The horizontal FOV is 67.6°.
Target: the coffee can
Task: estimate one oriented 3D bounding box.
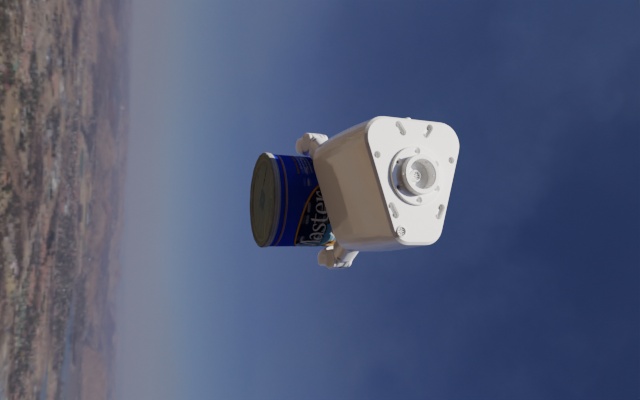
[{"bbox_3d":[0.000,0.002,0.542,0.140,0.103,0.103,2,-1,-22],"label":"coffee can"}]
